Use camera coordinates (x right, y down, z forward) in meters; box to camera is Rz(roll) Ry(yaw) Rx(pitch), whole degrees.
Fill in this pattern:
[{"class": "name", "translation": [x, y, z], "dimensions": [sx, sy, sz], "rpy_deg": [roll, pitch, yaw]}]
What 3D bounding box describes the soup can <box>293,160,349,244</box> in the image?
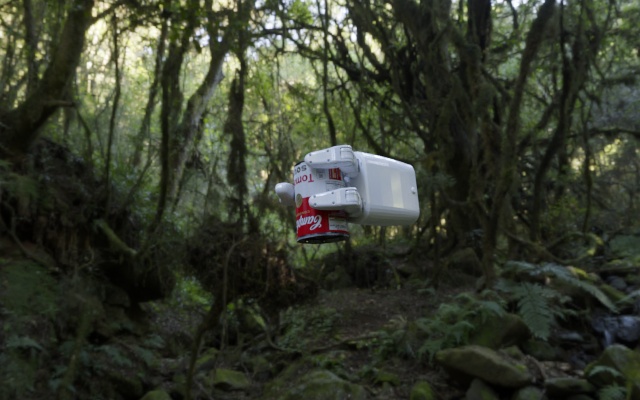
[{"class": "soup can", "translation": [0.000, 0.002, 0.631], "dimensions": [0.068, 0.102, 0.068], "rpy_deg": [-4, -13, -1]}]
